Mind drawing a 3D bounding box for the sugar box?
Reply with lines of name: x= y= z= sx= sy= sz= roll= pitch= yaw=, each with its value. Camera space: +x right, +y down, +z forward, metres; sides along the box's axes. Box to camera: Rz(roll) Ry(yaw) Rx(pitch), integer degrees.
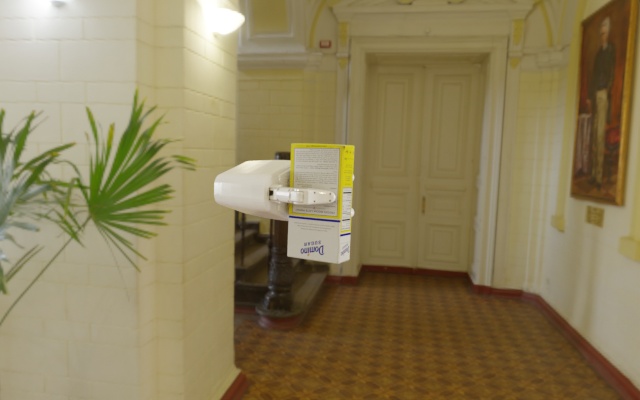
sugar box: x=0.000 y=0.002 z=0.730 sx=0.093 sy=0.176 sz=0.048 roll=5 pitch=7 yaw=29
